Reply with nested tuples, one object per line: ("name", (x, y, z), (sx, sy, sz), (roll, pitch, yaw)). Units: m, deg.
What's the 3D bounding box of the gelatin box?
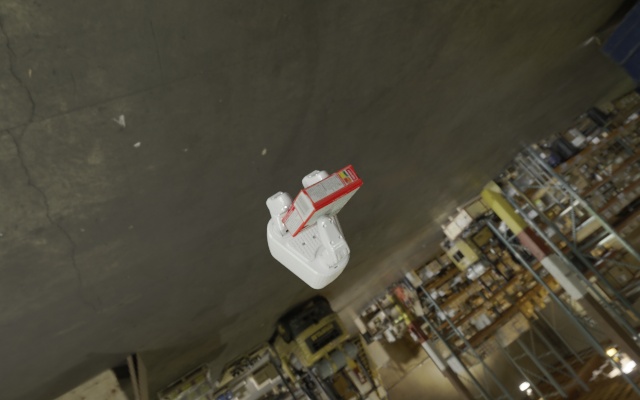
("gelatin box", (0.000, 0.002, 0.560), (0.073, 0.030, 0.089), (-28, -12, -29))
